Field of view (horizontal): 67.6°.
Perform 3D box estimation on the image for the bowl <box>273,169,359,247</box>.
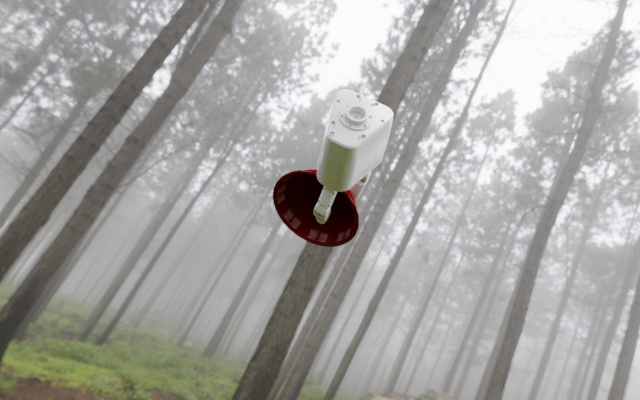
[{"bbox_3d":[0.000,0.003,0.832,0.162,0.162,0.055,0,35,30],"label":"bowl"}]
